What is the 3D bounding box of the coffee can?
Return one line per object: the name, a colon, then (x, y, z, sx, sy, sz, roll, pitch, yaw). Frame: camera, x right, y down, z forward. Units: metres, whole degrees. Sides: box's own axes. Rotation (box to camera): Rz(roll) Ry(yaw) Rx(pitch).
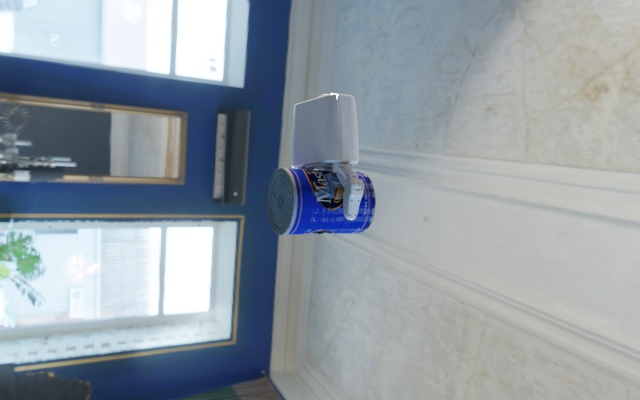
coffee can: (0.000, 0.003, 0.750, 0.140, 0.103, 0.103, 1, -1, -27)
